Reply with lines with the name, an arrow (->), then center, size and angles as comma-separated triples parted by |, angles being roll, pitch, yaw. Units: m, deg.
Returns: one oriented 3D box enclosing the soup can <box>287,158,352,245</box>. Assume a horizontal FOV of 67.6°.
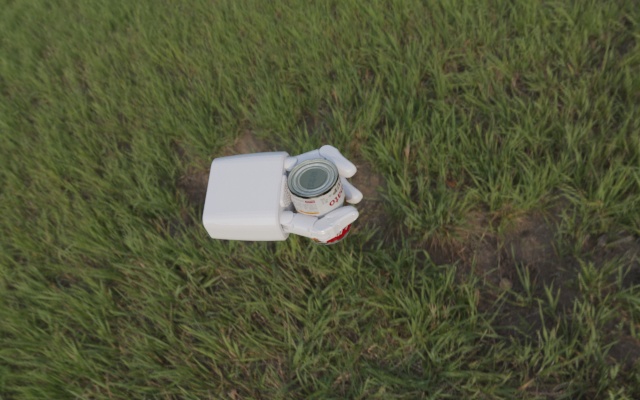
soup can -> 0.001, 0.002, 0.629 | 0.068, 0.068, 0.102 | 0, -39, 15
